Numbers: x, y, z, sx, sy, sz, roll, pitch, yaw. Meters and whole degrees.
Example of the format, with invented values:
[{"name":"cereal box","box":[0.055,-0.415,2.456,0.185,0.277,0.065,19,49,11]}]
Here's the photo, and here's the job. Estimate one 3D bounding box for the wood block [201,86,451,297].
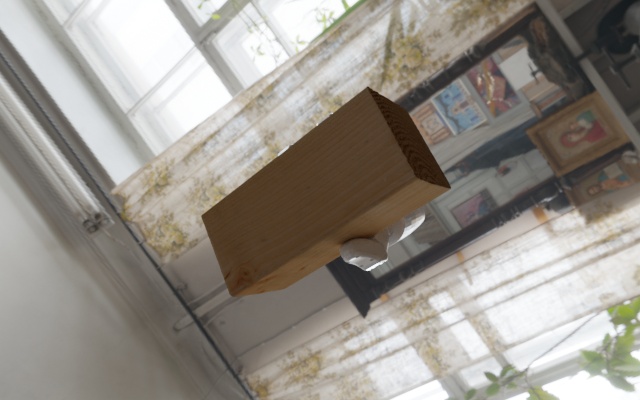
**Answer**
[{"name":"wood block","box":[0.000,0.002,0.444,0.206,0.090,0.090,-35,-21,25]}]
